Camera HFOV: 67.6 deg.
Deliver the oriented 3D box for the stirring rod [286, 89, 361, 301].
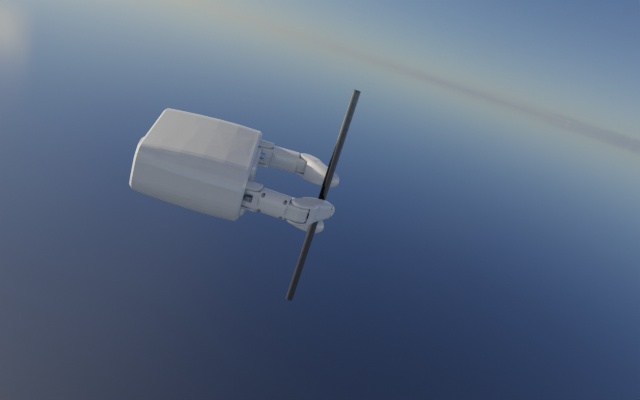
[{"bbox_3d":[0.000,0.002,0.502,0.011,0.239,0.011,16,18,-5],"label":"stirring rod"}]
